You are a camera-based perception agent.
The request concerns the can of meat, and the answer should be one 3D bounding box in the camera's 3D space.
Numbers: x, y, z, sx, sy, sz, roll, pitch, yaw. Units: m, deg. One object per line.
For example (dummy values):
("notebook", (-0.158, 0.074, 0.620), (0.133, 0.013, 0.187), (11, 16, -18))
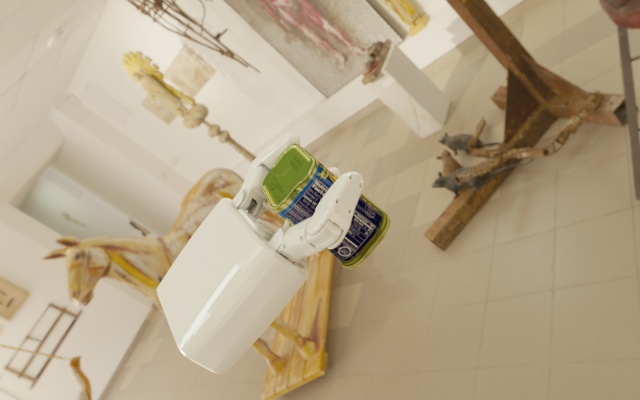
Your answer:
("can of meat", (0.000, 0.001, 0.410), (0.084, 0.057, 0.102), (38, 4, -21))
